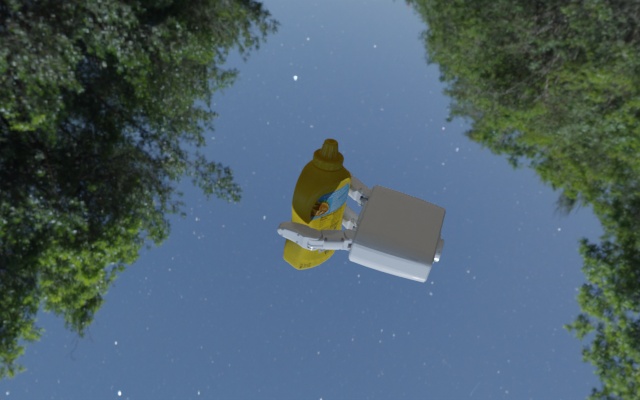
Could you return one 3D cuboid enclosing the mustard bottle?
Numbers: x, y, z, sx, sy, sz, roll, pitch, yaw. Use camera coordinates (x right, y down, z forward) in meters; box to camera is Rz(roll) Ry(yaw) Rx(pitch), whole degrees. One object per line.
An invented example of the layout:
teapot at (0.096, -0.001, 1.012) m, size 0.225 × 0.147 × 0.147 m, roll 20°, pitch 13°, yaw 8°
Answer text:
mustard bottle at (0.000, 0.002, 0.668) m, size 0.058 × 0.192 × 0.096 m, roll 34°, pitch 41°, yaw 30°
